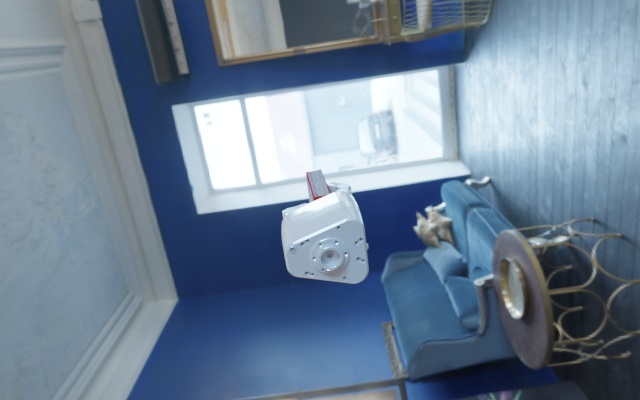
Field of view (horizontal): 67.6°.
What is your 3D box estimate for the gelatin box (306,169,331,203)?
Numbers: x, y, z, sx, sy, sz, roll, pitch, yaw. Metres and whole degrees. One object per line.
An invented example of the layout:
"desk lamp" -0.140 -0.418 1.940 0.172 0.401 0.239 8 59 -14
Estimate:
"gelatin box" 0.000 0.002 0.767 0.030 0.073 0.089 -11 32 -6
